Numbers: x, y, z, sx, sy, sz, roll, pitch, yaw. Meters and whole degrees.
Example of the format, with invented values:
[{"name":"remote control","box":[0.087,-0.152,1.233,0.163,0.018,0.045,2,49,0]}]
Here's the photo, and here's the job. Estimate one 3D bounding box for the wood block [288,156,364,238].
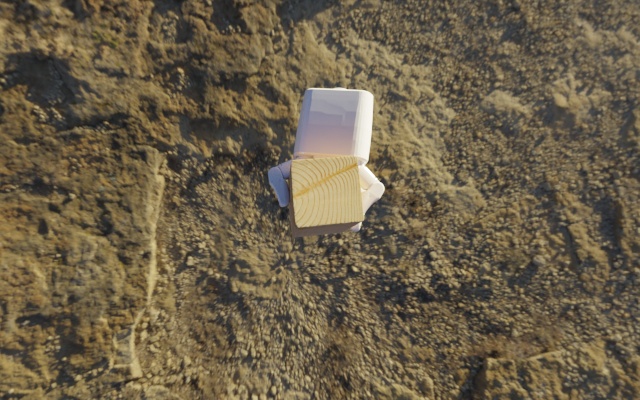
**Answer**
[{"name":"wood block","box":[0.000,0.002,0.715,0.091,0.090,0.206,-5,-8,-5]}]
